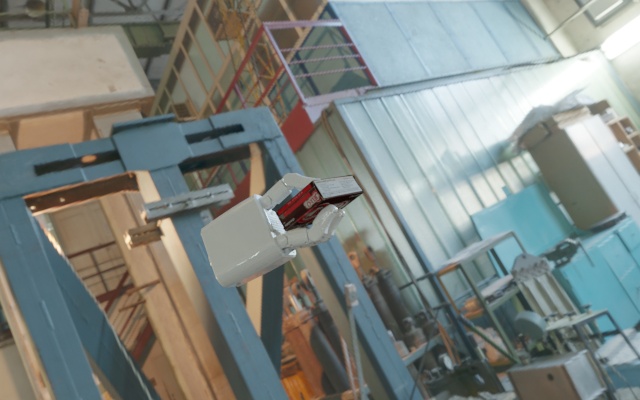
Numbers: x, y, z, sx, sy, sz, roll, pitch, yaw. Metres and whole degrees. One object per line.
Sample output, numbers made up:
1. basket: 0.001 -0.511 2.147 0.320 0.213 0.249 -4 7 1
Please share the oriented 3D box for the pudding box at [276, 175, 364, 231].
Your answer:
1. pudding box: 0.000 0.002 0.726 0.090 0.039 0.113 -38 -14 34
